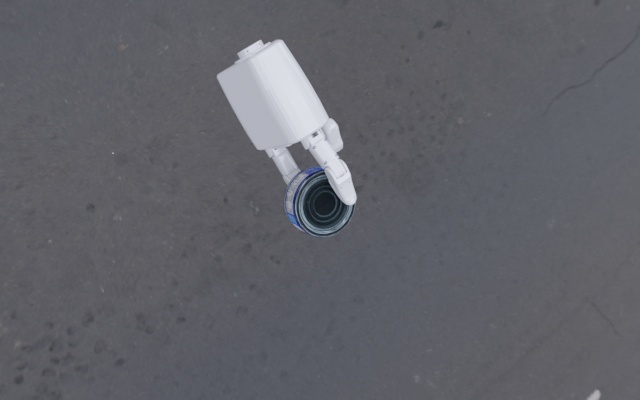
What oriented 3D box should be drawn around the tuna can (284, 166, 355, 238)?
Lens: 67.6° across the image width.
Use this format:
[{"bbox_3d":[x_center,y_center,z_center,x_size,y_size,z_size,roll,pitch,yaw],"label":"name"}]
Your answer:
[{"bbox_3d":[0.000,0.002,0.593,0.086,0.086,0.033,0,10,-27],"label":"tuna can"}]
